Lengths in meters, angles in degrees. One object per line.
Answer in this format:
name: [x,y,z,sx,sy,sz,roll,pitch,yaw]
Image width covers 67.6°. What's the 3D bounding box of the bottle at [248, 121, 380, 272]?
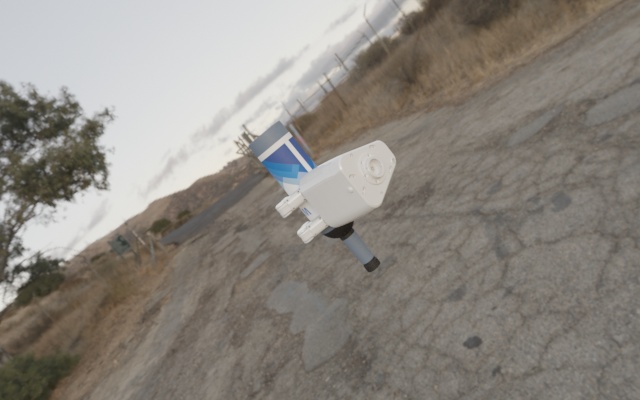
bottle: [0.000,0.002,0.799,0.069,0.296,0.069,-38,9,7]
